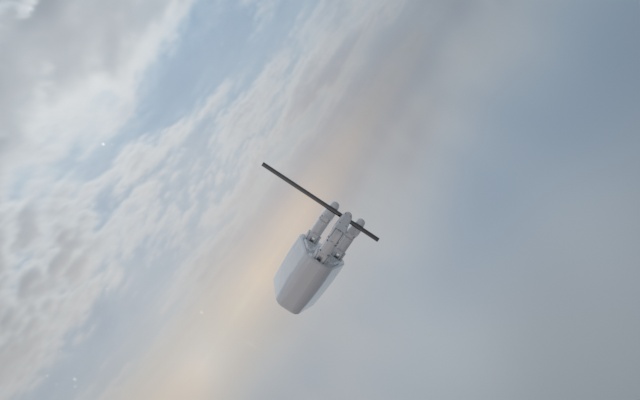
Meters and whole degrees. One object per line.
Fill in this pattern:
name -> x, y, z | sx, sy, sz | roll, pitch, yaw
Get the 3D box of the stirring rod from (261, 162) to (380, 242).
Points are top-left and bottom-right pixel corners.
stirring rod -> 0.000, 0.003, 0.828 | 0.239, 0.011, 0.011 | 33, -1, -1
